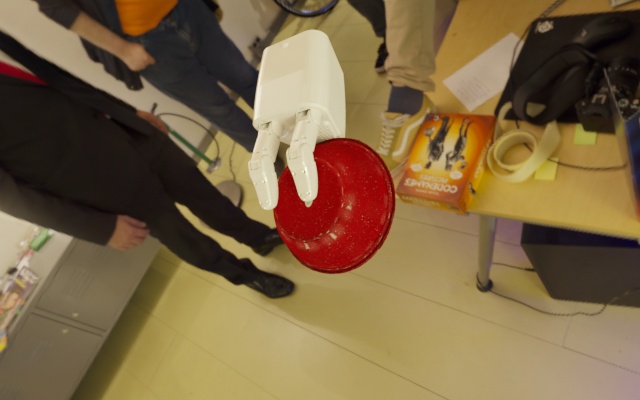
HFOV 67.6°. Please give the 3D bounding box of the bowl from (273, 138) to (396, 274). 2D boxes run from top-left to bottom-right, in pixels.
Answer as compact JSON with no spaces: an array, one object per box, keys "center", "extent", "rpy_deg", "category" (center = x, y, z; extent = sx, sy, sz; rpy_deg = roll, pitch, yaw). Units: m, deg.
[{"center":[0.000,0.003,0.538],"extent":[0.162,0.162,0.055],"rpy_deg":[0,-7,34],"category":"bowl"}]
